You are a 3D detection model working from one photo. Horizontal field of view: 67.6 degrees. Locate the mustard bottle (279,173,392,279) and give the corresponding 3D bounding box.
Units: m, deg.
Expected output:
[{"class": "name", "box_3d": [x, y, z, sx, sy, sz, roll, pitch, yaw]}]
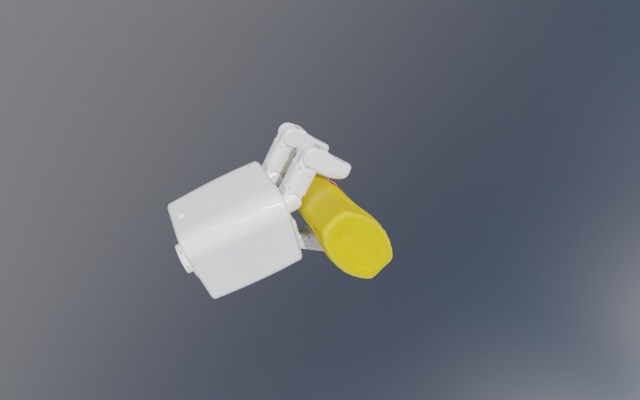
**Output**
[{"class": "mustard bottle", "box_3d": [0.000, 0.002, 0.527, 0.096, 0.058, 0.191, 42, 4, -38]}]
